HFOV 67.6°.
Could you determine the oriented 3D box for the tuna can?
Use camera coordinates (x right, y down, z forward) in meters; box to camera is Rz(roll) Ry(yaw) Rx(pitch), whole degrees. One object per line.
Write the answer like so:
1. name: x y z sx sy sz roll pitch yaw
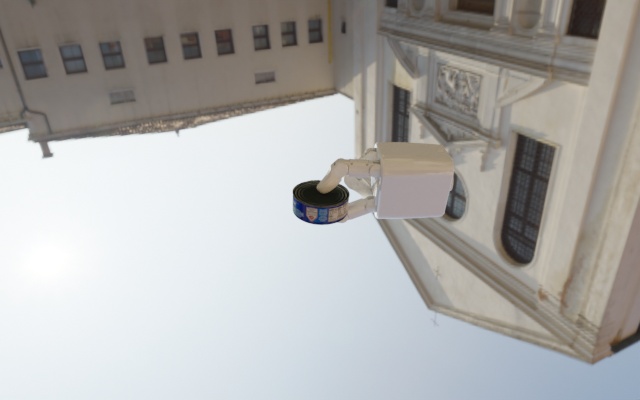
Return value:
1. tuna can: 0.000 0.002 0.718 0.086 0.034 0.086 2 28 -1
